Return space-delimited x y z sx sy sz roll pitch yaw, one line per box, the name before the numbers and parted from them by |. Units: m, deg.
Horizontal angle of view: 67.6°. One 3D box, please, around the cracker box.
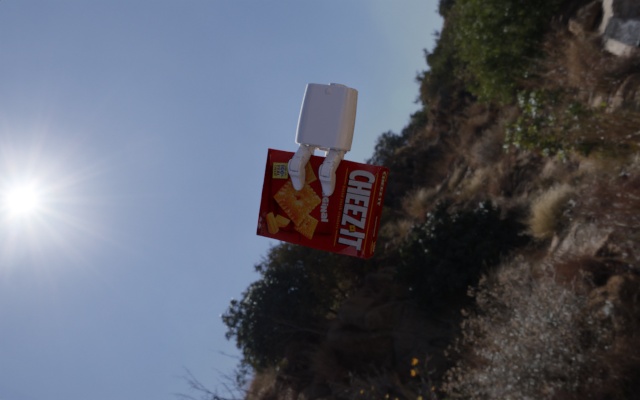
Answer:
cracker box | 0.000 0.003 0.857 0.213 0.164 0.072 11 5 17
